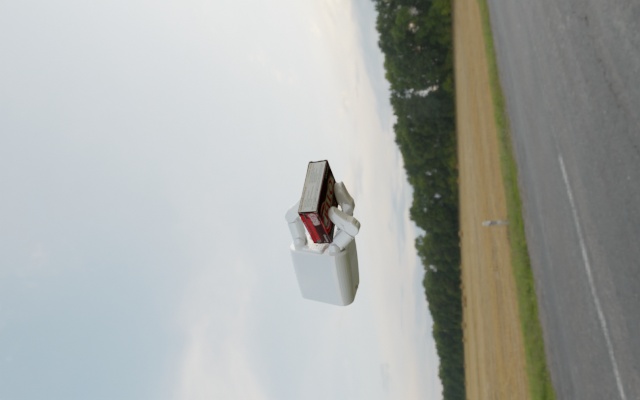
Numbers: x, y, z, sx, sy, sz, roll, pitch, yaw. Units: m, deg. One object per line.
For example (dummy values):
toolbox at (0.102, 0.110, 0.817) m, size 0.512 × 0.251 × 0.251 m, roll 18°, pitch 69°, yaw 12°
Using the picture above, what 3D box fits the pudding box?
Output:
pudding box at (0.000, 0.003, 0.797) m, size 0.039 × 0.113 × 0.090 m, roll -4°, pitch -39°, yaw 16°
